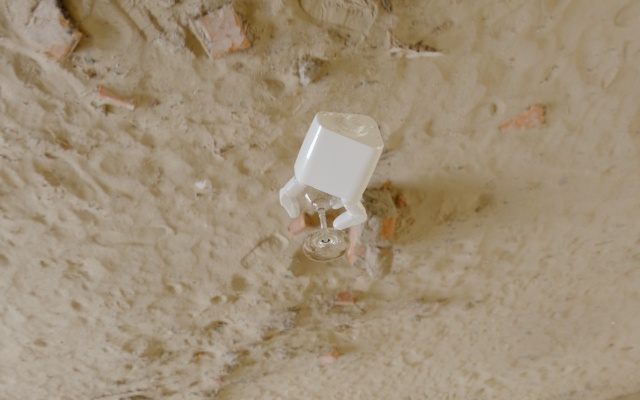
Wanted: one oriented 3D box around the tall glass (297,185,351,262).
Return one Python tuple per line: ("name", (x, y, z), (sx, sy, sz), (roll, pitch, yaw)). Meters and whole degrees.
("tall glass", (0.000, 0.003, 0.795), (0.079, 0.079, 0.200), (0, 41, -7))
